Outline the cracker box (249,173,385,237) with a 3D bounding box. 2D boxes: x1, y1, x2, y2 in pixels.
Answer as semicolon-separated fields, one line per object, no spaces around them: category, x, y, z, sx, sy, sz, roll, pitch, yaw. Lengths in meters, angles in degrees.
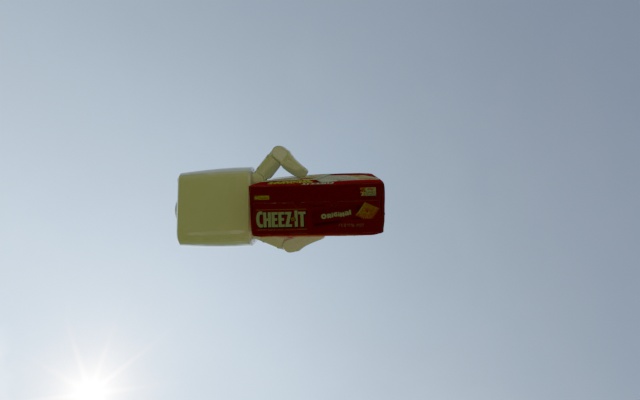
cracker box;0.000;0.002;0.674;0.164;0.072;0.213;-2;6;3
